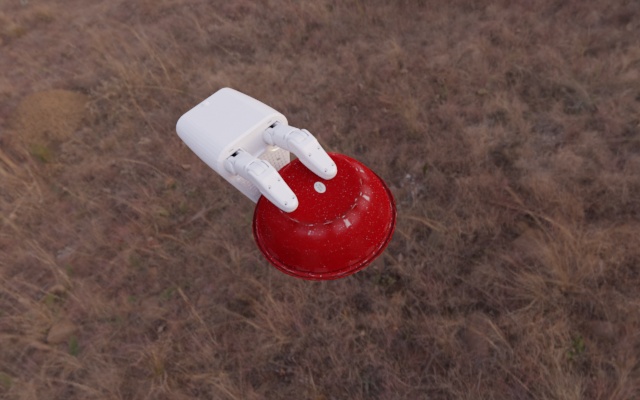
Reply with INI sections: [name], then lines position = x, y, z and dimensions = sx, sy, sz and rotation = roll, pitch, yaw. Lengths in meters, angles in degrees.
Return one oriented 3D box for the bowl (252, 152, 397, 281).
[bowl]
position = 0.001, 0.002, 0.511
dimensions = 0.162, 0.162, 0.055
rotation = 0, -34, 9
